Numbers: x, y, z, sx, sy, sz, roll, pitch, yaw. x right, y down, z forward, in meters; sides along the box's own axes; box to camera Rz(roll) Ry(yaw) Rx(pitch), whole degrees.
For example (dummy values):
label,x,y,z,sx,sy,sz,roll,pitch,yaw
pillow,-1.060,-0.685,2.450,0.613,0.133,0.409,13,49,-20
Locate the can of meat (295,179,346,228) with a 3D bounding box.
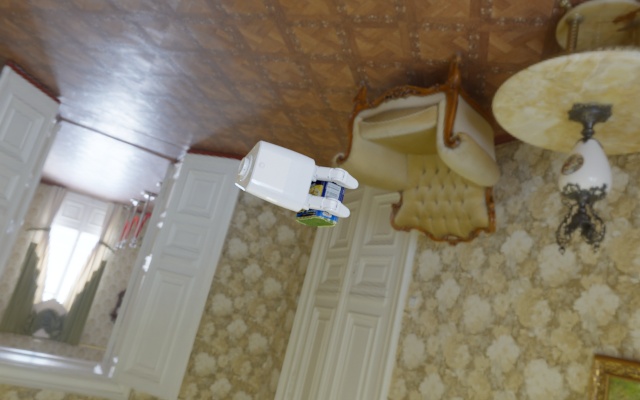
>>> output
label,x,y,z,sx,sy,sz,roll,pitch,yaw
can of meat,0.000,0.003,0.895,0.057,0.084,0.102,21,-15,-26
